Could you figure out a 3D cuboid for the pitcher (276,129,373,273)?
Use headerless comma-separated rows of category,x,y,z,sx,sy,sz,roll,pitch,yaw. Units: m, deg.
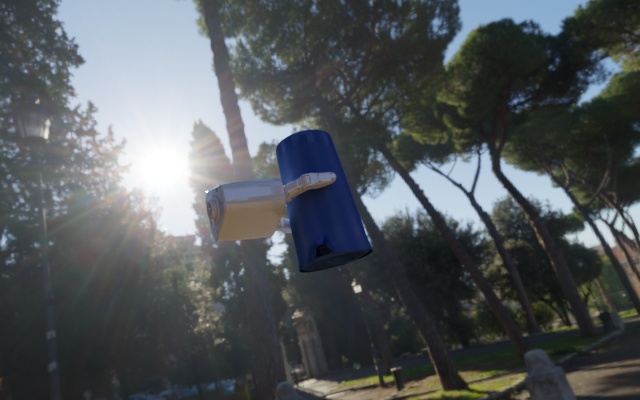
pitcher,0.000,0.003,0.870,0.145,0.242,0.149,-6,-19,-30
